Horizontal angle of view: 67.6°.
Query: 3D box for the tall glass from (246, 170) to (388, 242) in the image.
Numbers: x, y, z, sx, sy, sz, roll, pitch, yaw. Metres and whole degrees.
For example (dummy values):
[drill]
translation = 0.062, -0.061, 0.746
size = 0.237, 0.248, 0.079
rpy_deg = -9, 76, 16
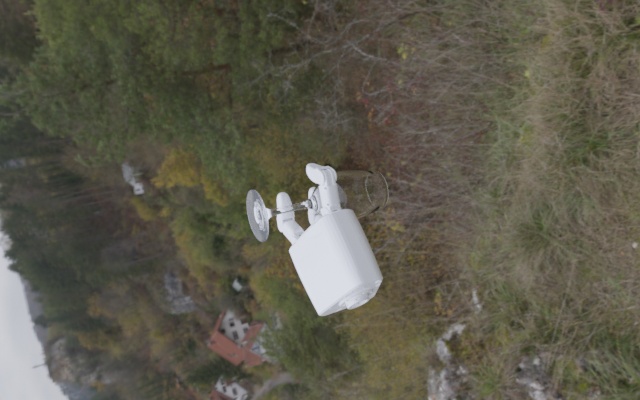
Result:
[tall glass]
translation = -0.001, 0.002, 0.693
size = 0.201, 0.079, 0.079
rpy_deg = -13, 6, -27
